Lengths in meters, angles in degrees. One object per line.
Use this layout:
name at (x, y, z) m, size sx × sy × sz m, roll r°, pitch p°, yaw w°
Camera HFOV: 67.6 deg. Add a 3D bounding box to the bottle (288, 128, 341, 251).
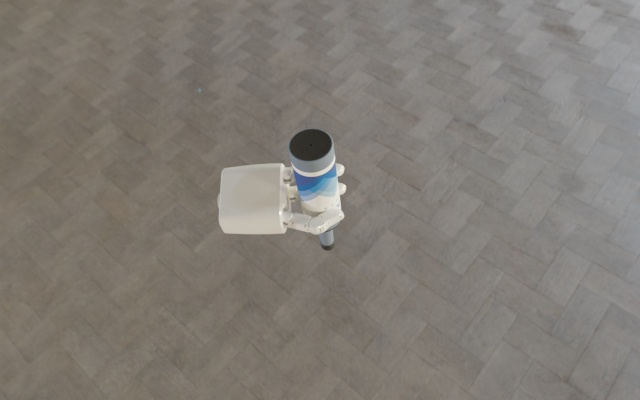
bottle at (0.000, 0.003, 0.815) m, size 0.069 × 0.069 × 0.296 m, roll 0°, pitch -35°, yaw 7°
